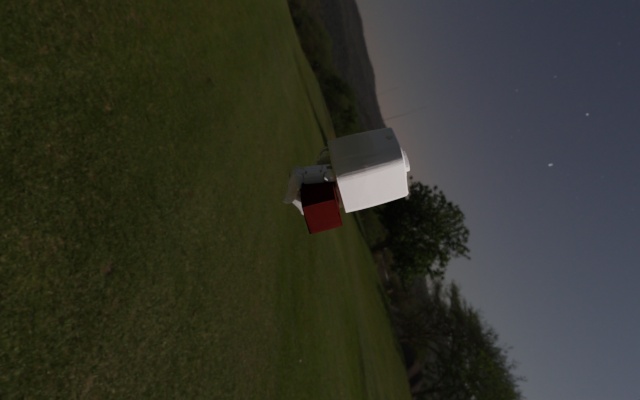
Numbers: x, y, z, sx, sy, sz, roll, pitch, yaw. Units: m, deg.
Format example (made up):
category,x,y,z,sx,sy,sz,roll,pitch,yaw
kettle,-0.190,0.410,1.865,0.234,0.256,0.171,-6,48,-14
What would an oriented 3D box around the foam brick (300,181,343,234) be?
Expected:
category,x,y,z,sx,sy,sz,roll,pitch,yaw
foam brick,0.000,0.003,0.717,0.051,0.053,0.078,-13,35,4
